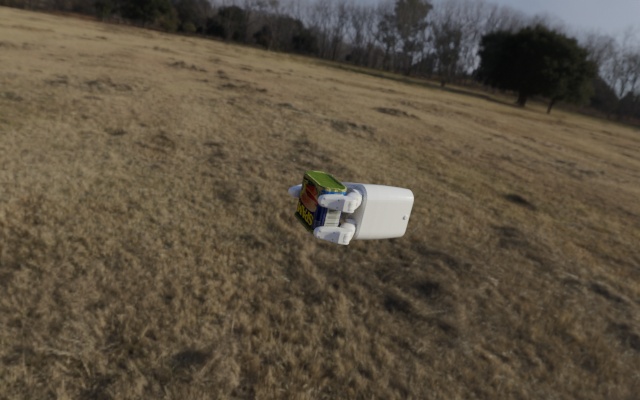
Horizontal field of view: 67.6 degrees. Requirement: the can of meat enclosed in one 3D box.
[{"bbox_3d":[0.000,0.002,0.819,0.057,0.084,0.102,3,20,-25],"label":"can of meat"}]
